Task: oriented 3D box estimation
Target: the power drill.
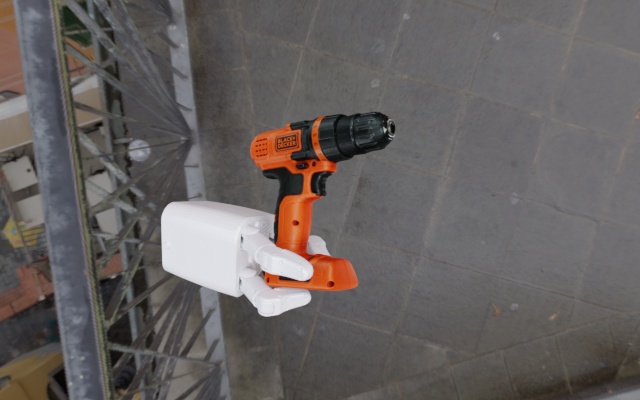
[{"bbox_3d":[0.000,0.002,0.524,0.184,0.187,0.057,-5,-8,38],"label":"power drill"}]
